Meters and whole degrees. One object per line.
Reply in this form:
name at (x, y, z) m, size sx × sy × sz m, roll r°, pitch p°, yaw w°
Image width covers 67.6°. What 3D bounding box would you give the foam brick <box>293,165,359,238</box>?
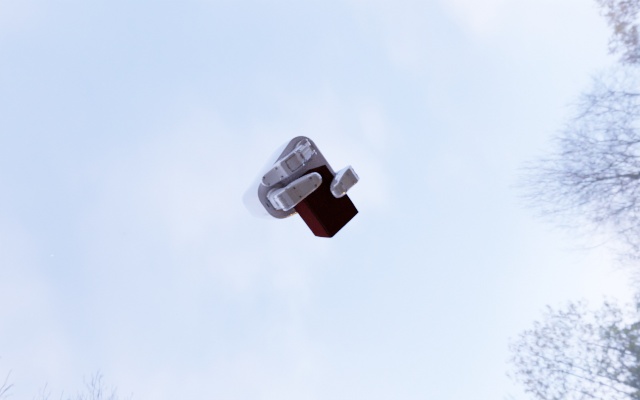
foam brick at (0.000, 0.002, 0.606) m, size 0.053 × 0.078 × 0.051 m, roll -39°, pitch 11°, yaw -21°
